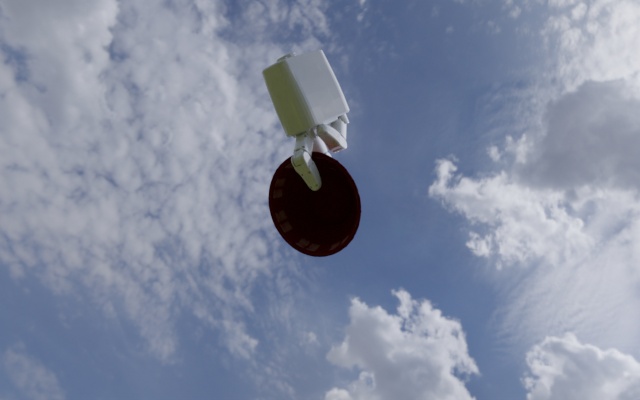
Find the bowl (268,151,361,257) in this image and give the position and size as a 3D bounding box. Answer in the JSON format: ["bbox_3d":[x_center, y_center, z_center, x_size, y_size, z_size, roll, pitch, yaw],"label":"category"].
[{"bbox_3d":[0.000,0.004,0.736,0.162,0.162,0.055,0,10,31],"label":"bowl"}]
